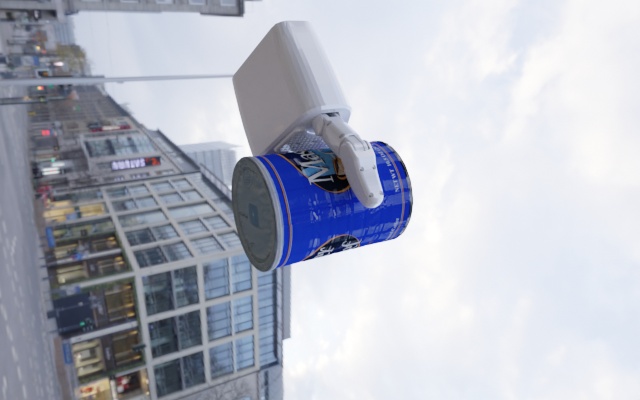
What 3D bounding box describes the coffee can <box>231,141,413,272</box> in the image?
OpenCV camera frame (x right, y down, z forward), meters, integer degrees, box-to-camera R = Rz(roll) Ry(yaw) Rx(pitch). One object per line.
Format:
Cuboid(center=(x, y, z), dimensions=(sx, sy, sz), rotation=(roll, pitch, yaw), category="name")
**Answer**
Cuboid(center=(0.000, 0.002, 0.450), dimensions=(0.140, 0.103, 0.103), rotation=(-11, 5, -28), category="coffee can")
